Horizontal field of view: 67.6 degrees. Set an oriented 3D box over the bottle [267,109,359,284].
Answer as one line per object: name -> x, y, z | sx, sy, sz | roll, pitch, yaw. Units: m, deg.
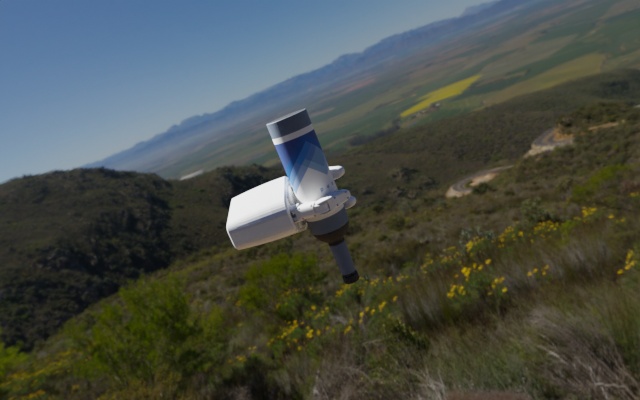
bottle -> 0.000, 0.002, 0.773 | 0.069, 0.296, 0.069 | -21, 14, 5
